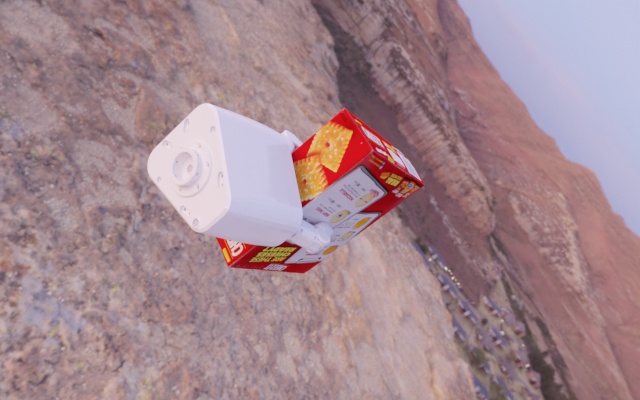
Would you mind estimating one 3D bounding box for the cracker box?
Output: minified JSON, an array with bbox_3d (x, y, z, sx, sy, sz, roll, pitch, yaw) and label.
[{"bbox_3d":[0.000,0.002,0.584,0.214,0.072,0.164,-38,-27,19],"label":"cracker box"}]
